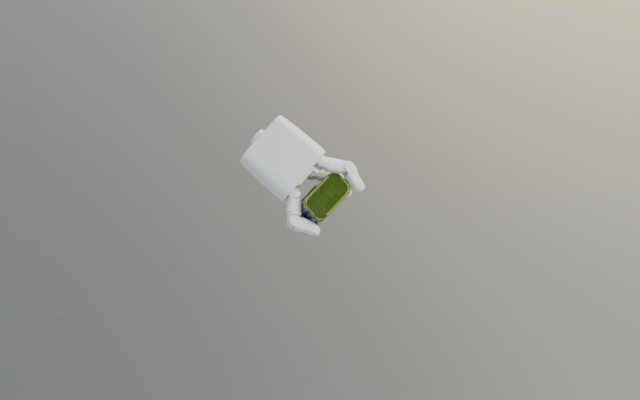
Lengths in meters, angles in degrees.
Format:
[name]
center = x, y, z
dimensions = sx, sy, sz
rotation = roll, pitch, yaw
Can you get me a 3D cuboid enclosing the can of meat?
[can of meat]
center = 0.000, 0.003, 0.874
dimensions = 0.102, 0.057, 0.084
rotation = -47, 1, -25
